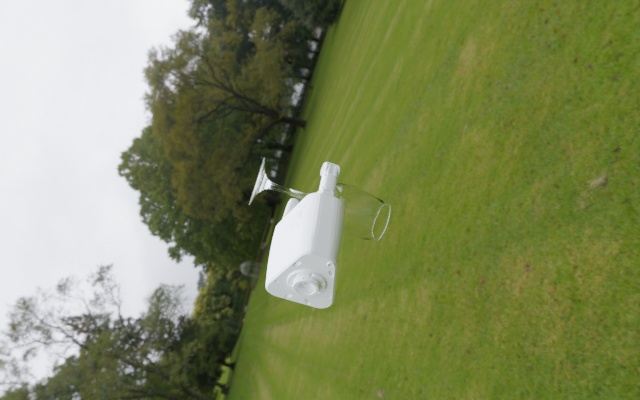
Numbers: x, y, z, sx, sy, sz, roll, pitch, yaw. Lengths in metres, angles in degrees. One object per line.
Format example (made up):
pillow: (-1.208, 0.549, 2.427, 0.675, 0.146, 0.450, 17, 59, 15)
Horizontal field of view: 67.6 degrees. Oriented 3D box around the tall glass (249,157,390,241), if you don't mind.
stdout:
tall glass: (-0.001, 0.002, 0.713, 0.201, 0.079, 0.079, 18, -3, -9)
